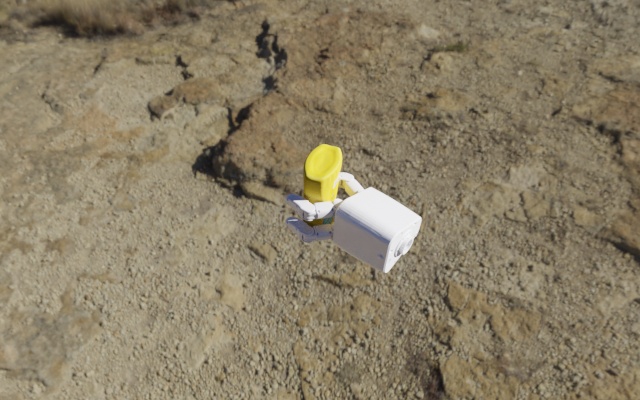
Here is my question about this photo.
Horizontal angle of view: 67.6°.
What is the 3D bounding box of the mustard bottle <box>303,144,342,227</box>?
[{"bbox_3d":[0.000,0.002,0.840,0.058,0.192,0.096,13,45,10],"label":"mustard bottle"}]
